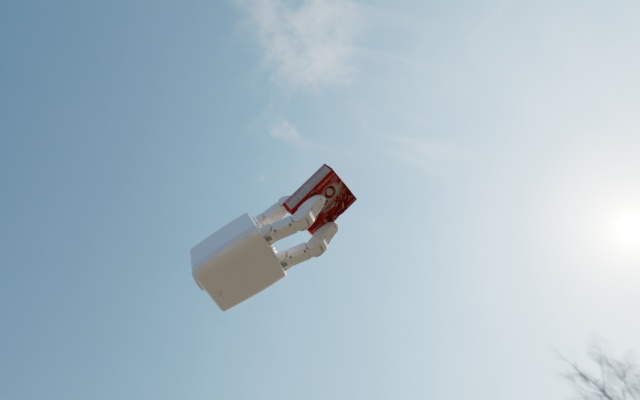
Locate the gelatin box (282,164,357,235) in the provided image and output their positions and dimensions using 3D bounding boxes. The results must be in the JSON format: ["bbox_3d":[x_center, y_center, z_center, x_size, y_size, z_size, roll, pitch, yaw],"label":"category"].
[{"bbox_3d":[0.000,0.002,0.705,0.073,0.089,0.030,48,-4,-37],"label":"gelatin box"}]
